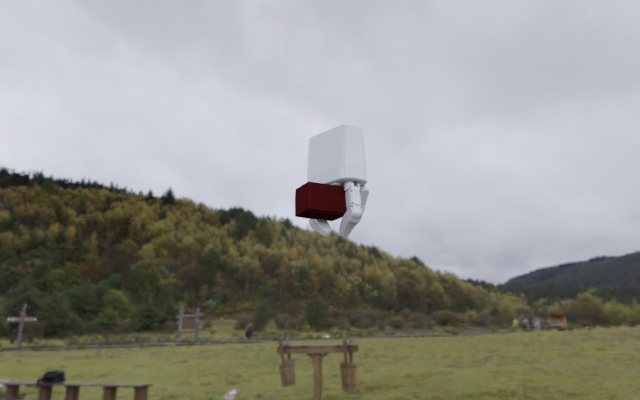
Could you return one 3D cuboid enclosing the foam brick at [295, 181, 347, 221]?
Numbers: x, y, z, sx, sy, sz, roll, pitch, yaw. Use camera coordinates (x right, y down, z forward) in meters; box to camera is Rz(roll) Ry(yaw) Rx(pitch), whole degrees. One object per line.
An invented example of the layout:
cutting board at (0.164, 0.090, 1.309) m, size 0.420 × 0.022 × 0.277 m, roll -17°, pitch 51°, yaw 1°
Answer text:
foam brick at (0.000, 0.003, 0.828) m, size 0.078 × 0.051 × 0.053 m, roll 8°, pitch -18°, yaw -28°
